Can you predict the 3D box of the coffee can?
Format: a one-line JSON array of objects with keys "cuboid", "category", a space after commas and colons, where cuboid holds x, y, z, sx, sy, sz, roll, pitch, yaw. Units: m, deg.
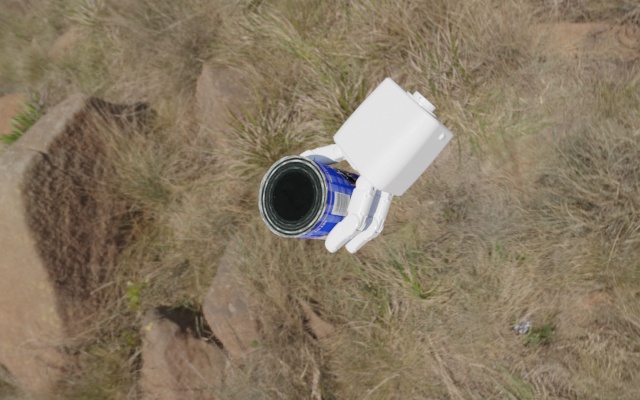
[{"cuboid": [0.000, 0.002, 0.642, 0.103, 0.103, 0.140, 0, -6, 31], "category": "coffee can"}]
